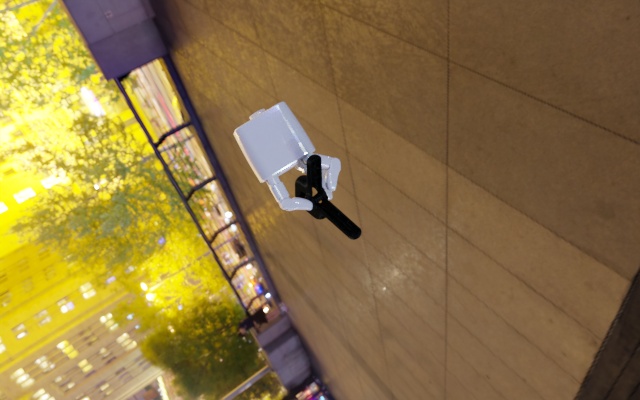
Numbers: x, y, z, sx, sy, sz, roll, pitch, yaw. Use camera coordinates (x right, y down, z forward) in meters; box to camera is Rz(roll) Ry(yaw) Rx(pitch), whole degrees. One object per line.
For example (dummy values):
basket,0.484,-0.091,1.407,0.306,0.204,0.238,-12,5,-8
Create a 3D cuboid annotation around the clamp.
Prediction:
clamp,-0.001,0.003,0.896,0.036,0.164,0.210,-32,4,-17
